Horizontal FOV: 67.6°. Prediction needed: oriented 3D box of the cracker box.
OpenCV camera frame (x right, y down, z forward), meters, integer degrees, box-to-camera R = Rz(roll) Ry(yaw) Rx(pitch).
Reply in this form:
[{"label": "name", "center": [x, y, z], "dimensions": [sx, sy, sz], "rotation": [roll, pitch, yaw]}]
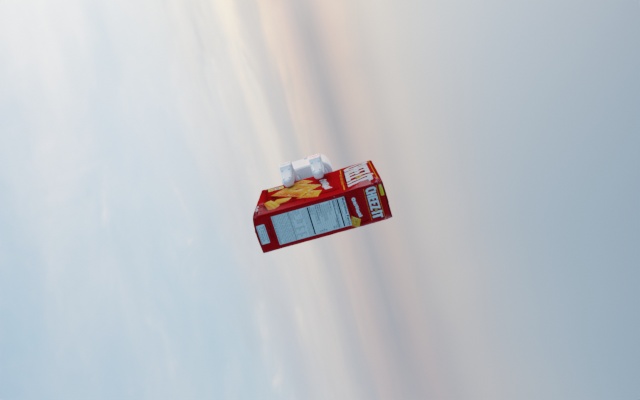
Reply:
[{"label": "cracker box", "center": [0.000, 0.003, 0.810], "dimensions": [0.214, 0.072, 0.164], "rotation": [-16, 16, 4]}]
